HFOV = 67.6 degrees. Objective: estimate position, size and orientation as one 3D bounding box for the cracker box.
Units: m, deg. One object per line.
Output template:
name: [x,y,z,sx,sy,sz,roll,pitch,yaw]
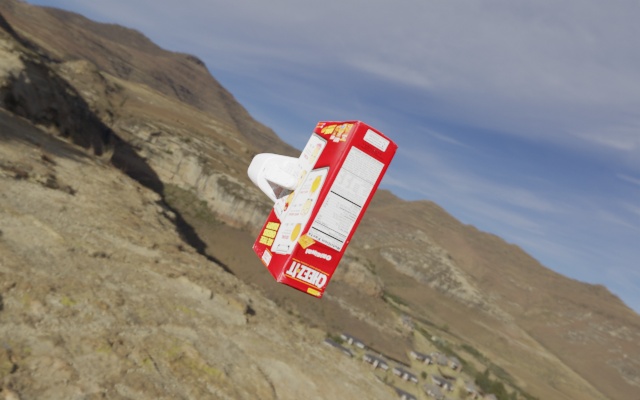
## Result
cracker box: [0.000,0.002,0.639,0.072,0.213,0.164,27,0,-20]
